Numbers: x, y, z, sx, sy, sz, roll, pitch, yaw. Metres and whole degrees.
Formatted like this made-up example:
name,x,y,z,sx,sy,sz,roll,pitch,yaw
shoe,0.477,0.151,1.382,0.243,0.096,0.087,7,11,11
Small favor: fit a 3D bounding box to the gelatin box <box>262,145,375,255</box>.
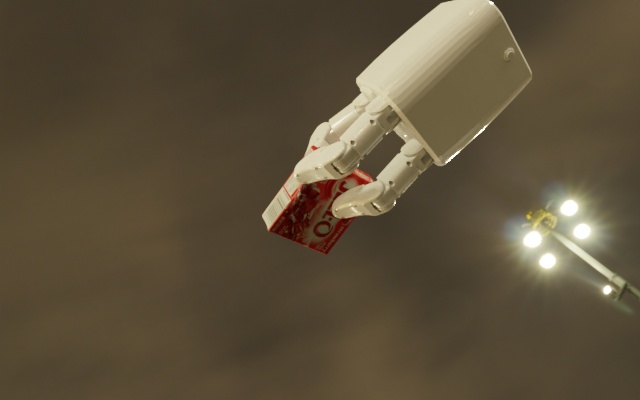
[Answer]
name,x,y,z,sx,sy,sz,roll,pitch,yaw
gelatin box,0.000,0.002,0.453,0.073,0.089,0.030,26,20,-34
